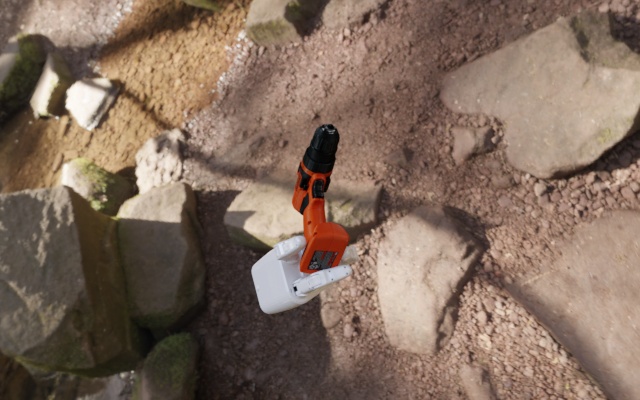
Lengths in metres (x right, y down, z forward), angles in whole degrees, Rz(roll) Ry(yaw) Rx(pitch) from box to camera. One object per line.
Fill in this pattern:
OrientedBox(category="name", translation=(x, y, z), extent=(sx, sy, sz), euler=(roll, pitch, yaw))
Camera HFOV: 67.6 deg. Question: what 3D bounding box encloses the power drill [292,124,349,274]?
OrientedBox(category="power drill", translation=(0.000, 0.003, 0.726), extent=(0.057, 0.187, 0.185), euler=(5, -43, -12))
